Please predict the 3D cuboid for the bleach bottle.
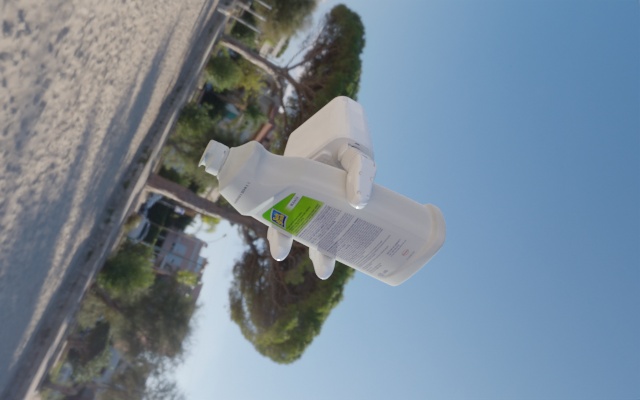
[{"bbox_3d":[0.000,0.002,0.493,0.251,0.103,0.068,26,35,-18],"label":"bleach bottle"}]
